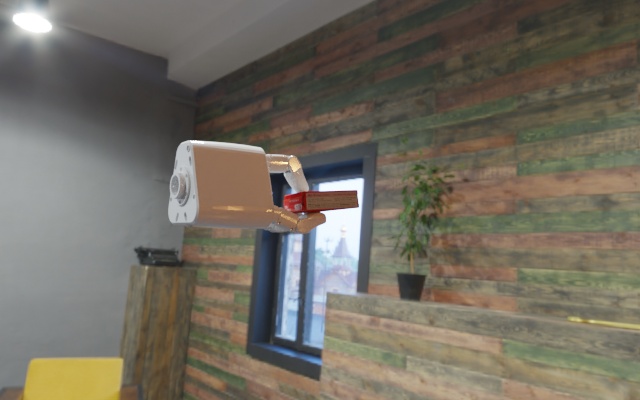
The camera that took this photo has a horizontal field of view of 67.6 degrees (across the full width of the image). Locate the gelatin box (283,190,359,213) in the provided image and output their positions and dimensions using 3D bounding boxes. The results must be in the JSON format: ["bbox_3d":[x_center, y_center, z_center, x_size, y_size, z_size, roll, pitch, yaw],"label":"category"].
[{"bbox_3d":[0.000,0.002,0.696,0.089,0.030,0.073,-3,-2,-26],"label":"gelatin box"}]
